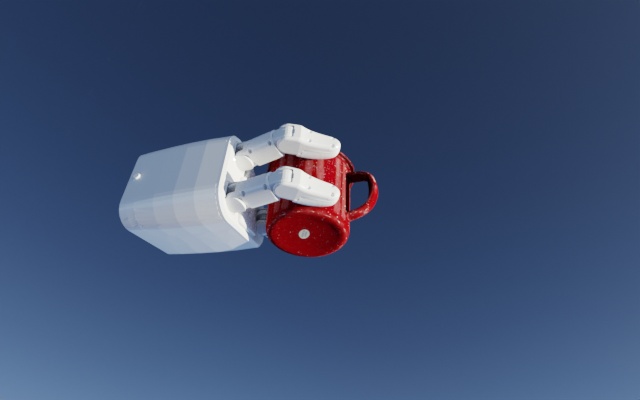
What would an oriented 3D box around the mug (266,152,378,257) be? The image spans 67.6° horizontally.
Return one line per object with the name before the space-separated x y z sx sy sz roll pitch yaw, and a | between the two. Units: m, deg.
mug | 0.001 0.002 0.479 0.117 0.081 0.093 -9 -41 13
